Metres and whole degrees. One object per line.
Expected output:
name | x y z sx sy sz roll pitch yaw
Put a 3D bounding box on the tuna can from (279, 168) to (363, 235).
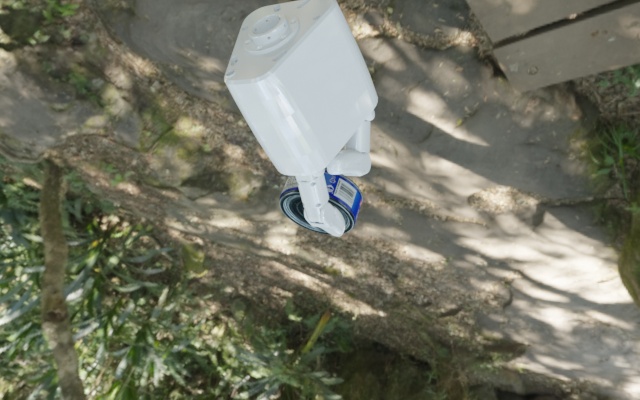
tuna can | 0.000 0.002 0.511 0.086 0.033 0.086 15 -30 8
